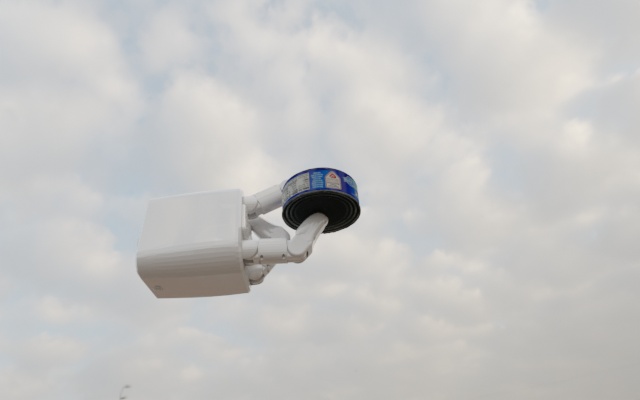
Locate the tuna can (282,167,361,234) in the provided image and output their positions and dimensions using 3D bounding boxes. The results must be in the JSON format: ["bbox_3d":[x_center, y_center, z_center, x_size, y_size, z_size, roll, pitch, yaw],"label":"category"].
[{"bbox_3d":[0.000,0.001,0.524,0.086,0.033,0.086,-3,-34,-2],"label":"tuna can"}]
